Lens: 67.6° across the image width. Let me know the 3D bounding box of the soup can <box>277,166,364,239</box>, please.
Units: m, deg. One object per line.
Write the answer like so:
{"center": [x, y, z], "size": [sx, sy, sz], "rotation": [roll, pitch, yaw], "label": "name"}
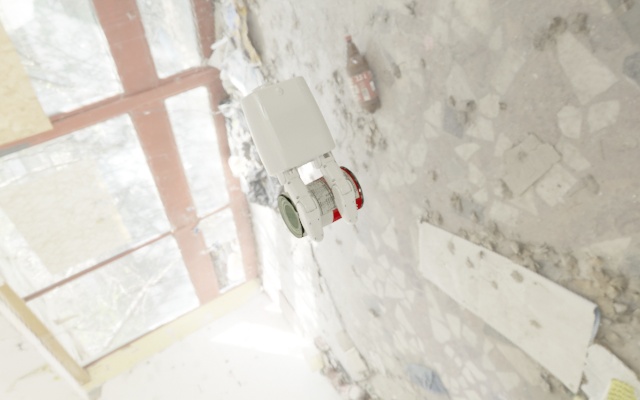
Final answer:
{"center": [0.000, 0.003, 0.664], "size": [0.102, 0.068, 0.068], "rotation": [-26, 10, -22], "label": "soup can"}
